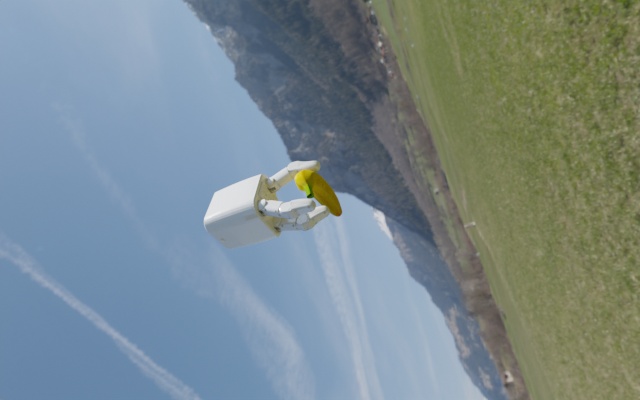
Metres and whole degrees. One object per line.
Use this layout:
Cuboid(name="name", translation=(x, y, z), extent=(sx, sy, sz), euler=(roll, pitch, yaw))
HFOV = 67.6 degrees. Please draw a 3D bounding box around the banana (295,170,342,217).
Cuboid(name="banana", translation=(-0.006, -0.015, 0.849), extent=(0.037, 0.069, 0.198), euler=(-20, -16, 14))
